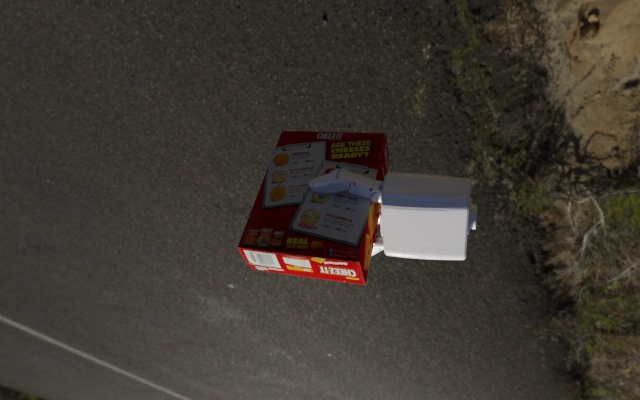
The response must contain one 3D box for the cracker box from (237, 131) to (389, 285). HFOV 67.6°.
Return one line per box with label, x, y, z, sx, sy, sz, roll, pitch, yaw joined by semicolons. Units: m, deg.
cracker box;0.000;0.002;0.670;0.164;0.213;0.072;4;-36;17
